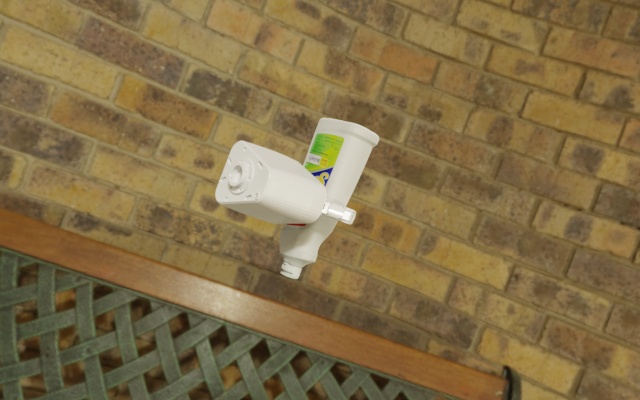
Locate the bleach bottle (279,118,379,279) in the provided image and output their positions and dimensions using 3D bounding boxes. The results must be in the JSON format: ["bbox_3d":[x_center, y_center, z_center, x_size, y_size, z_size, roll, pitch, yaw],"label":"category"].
[{"bbox_3d":[0.000,0.002,0.740,0.068,0.251,0.102,20,1,-43],"label":"bleach bottle"}]
